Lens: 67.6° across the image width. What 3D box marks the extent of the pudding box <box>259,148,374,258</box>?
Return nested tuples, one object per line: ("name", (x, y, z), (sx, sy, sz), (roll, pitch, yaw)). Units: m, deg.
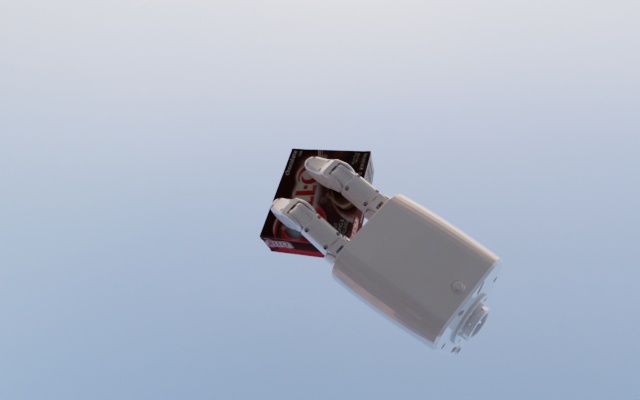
("pudding box", (0.000, 0.002, 0.483), (0.090, 0.113, 0.039), (5, -33, 21))
